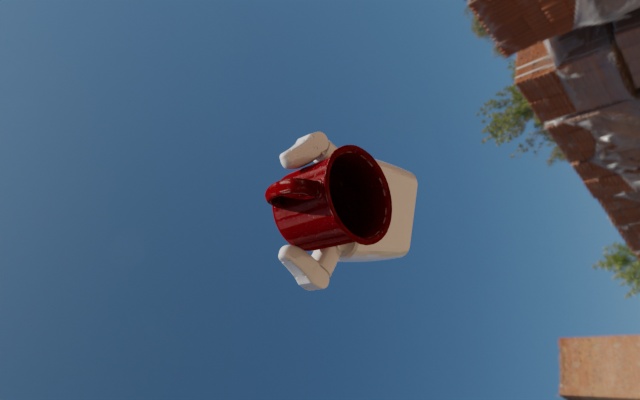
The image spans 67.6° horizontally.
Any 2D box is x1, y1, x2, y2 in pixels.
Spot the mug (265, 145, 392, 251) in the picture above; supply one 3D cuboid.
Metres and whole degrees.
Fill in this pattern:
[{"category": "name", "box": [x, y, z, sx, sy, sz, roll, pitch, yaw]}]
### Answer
[{"category": "mug", "box": [-0.001, 0.001, 0.447, 0.081, 0.093, 0.117, -17, -19, 42]}]
